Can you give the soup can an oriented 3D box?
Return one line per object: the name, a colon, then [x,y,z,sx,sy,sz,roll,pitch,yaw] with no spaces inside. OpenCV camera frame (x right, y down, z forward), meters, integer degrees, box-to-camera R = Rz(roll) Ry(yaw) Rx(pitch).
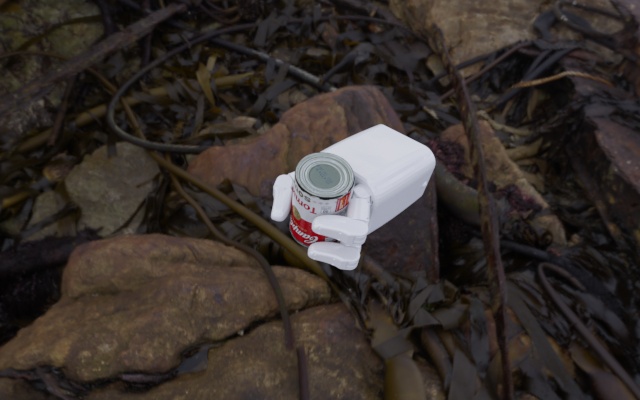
soup can: [0.000,0.002,0.558,0.068,0.068,0.102,0,-37,-7]
